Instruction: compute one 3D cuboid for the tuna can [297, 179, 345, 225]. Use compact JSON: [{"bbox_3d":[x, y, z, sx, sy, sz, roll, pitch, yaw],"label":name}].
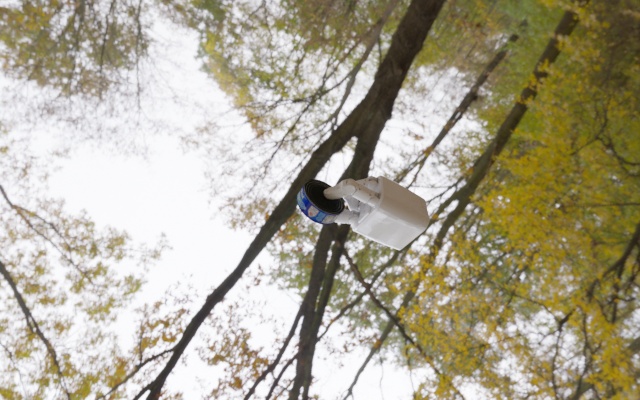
[{"bbox_3d":[0.000,0.003,0.869,0.086,0.086,0.034,0,-42,-43],"label":"tuna can"}]
